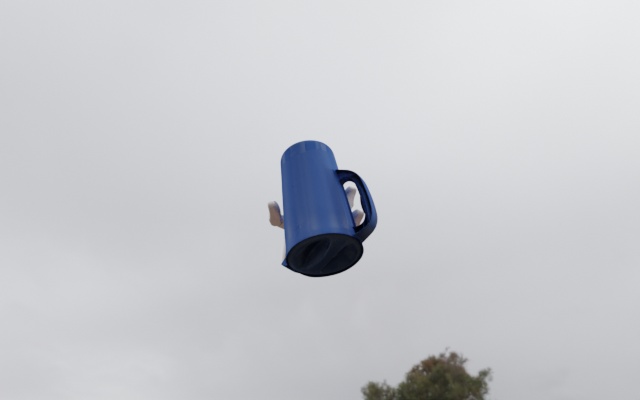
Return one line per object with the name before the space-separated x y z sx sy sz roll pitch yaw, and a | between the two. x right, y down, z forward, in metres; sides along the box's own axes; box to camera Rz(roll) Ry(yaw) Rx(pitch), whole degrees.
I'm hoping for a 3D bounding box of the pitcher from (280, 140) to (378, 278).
pitcher | 0.000 0.003 0.867 0.149 0.242 0.145 1 -40 -15
